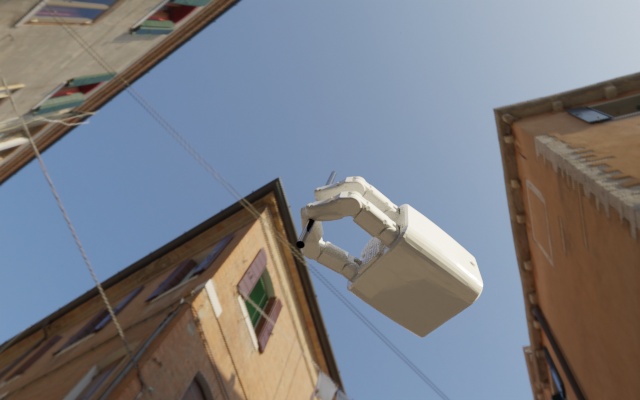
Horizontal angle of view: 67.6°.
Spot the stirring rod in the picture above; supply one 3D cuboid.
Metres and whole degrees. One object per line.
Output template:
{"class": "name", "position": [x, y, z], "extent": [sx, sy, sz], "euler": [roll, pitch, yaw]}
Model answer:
{"class": "stirring rod", "position": [0.000, 0.002, 0.556], "extent": [0.011, 0.011, 0.239], "euler": [0, 19, 9]}
